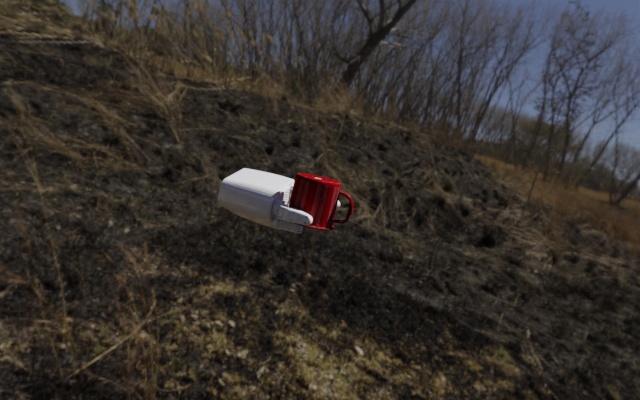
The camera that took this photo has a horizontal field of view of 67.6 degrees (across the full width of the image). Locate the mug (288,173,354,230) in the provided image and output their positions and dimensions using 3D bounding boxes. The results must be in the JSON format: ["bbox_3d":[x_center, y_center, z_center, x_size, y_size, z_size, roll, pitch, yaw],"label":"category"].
[{"bbox_3d":[0.002,0.003,0.827,0.117,0.081,0.093,15,8,11],"label":"mug"}]
